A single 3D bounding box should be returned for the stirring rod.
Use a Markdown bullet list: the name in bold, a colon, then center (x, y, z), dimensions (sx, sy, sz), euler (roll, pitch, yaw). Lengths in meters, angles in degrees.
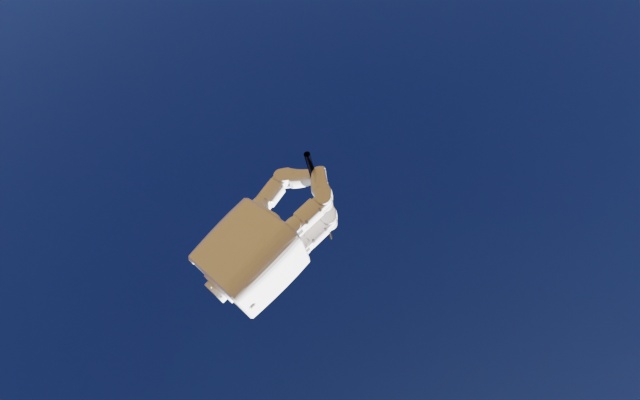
- **stirring rod**: center (0.000, 0.002, 0.680), dimensions (0.011, 0.011, 0.240), euler (0, -29, 9)
